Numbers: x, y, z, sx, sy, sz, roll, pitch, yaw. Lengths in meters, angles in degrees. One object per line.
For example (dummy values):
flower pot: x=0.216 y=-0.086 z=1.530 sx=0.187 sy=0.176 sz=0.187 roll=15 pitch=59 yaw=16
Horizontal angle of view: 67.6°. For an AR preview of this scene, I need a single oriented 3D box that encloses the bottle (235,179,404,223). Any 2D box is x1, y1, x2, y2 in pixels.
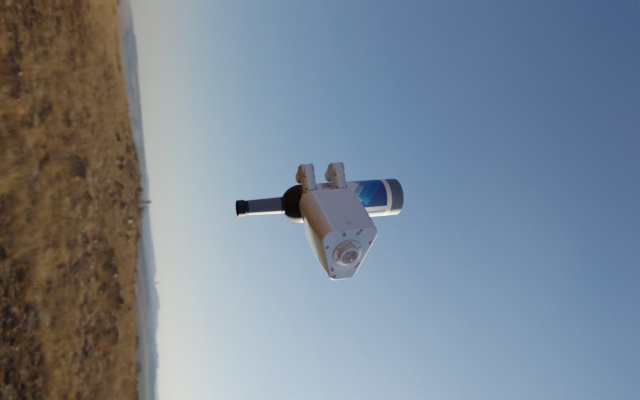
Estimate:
bottle: x=0.000 y=0.003 z=0.837 sx=0.296 sy=0.069 sz=0.069 roll=-4 pitch=1 yaw=-20
